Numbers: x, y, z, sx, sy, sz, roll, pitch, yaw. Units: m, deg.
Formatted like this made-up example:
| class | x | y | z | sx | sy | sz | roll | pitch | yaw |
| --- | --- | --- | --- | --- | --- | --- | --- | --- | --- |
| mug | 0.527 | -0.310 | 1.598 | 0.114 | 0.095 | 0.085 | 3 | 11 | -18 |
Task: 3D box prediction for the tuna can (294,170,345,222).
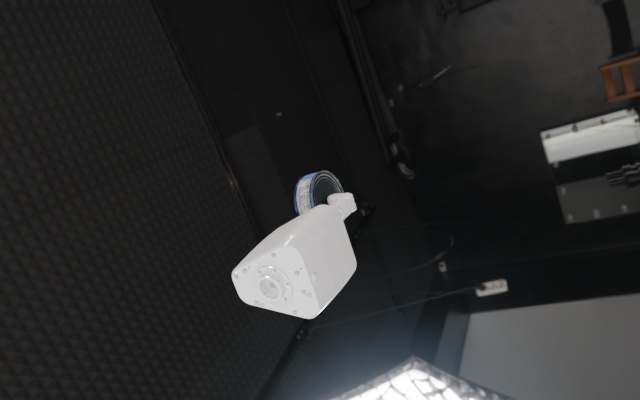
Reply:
| class | x | y | z | sx | sy | sz | roll | pitch | yaw |
| --- | --- | --- | --- | --- | --- | --- | --- | --- | --- |
| tuna can | 0.000 | 0.002 | 0.682 | 0.034 | 0.086 | 0.086 | -13 | -7 | 34 |
